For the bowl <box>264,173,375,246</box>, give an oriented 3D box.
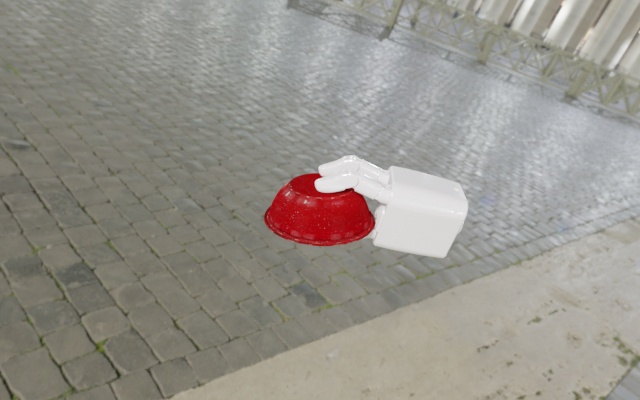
[{"bbox_3d":[-0.001,0.002,0.682,0.162,0.055,0.162,2,25,-1],"label":"bowl"}]
